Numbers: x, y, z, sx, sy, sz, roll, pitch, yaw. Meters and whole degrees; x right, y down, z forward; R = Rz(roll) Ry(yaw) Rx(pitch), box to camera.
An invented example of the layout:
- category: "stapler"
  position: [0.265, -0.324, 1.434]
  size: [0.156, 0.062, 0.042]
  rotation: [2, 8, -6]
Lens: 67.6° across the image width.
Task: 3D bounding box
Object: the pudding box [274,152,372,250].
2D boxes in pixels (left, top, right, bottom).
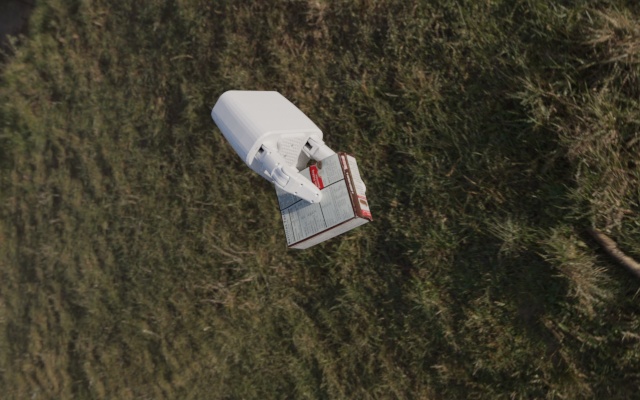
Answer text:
- category: "pudding box"
  position: [0.000, 0.002, 0.598]
  size: [0.113, 0.090, 0.039]
  rotation: [-26, -21, 33]
